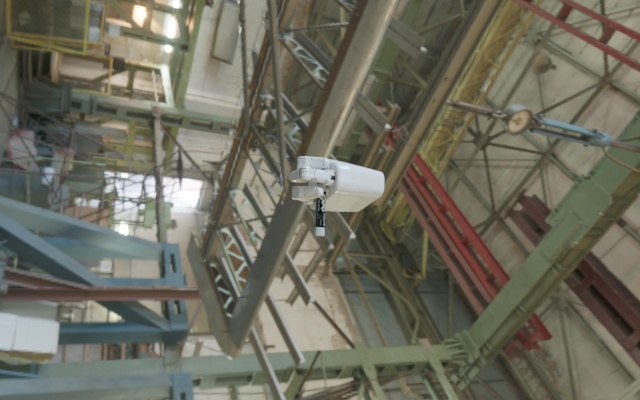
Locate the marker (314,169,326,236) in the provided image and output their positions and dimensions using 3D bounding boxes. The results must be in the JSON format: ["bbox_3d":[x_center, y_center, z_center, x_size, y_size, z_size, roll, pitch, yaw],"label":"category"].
[{"bbox_3d":[0.000,0.003,0.847,0.020,0.121,0.020,2,-7,0],"label":"marker"}]
